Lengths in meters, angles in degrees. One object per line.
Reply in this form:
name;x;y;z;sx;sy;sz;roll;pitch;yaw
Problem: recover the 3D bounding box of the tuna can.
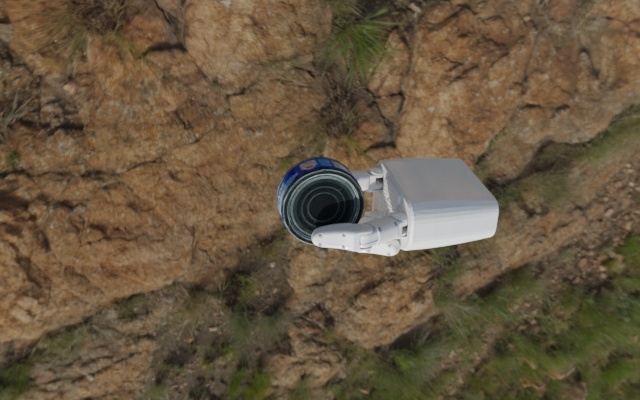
tuna can;0.000;0.002;0.482;0.086;0.086;0.033;0;24;-13
